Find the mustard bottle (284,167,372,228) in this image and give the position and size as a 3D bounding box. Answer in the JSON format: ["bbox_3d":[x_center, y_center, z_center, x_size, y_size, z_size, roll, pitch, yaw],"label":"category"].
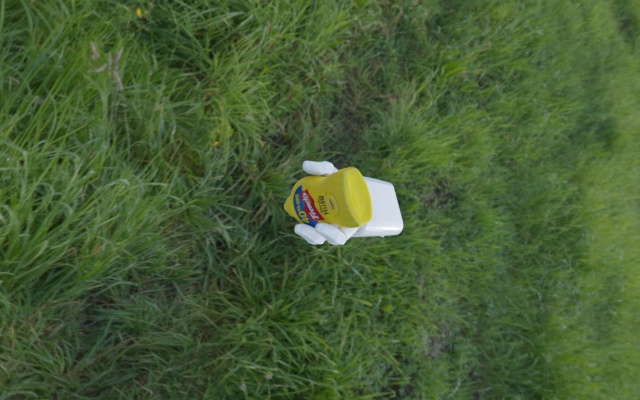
[{"bbox_3d":[0.000,0.003,0.830,0.058,0.096,0.191,-27,12,-39],"label":"mustard bottle"}]
